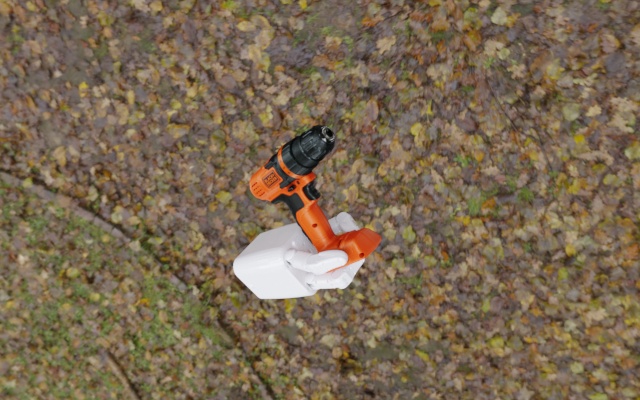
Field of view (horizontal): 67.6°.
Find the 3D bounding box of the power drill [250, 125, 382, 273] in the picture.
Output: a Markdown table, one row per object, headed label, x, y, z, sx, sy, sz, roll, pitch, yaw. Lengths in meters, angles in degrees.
| label | x | y | z | sx | sy | sz | roll | pitch | yaw |
| --- | --- | --- | --- | --- | --- | --- | --- | --- | --- |
| power drill | 0.000 | 0.003 | 0.665 | 0.057 | 0.187 | 0.184 | -40 | 5 | -40 |
